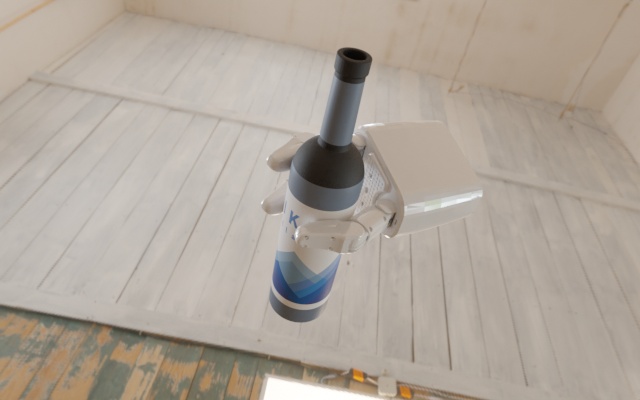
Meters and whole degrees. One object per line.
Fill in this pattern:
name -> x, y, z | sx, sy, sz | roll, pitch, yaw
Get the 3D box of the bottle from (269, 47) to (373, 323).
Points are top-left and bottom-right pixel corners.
bottle -> 0.000, 0.002, 0.450 | 0.069, 0.296, 0.069 | 8, 40, -6
